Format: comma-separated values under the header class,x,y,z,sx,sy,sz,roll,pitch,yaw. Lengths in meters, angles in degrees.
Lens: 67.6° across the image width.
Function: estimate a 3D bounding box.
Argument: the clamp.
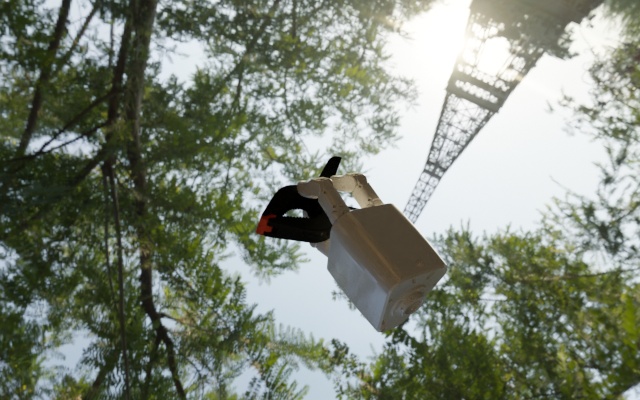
class,x,y,z,sx,sy,sz,roll,pitch,yaw
clamp,0.000,0.003,0.638,0.210,0.036,0.164,-10,46,-36
